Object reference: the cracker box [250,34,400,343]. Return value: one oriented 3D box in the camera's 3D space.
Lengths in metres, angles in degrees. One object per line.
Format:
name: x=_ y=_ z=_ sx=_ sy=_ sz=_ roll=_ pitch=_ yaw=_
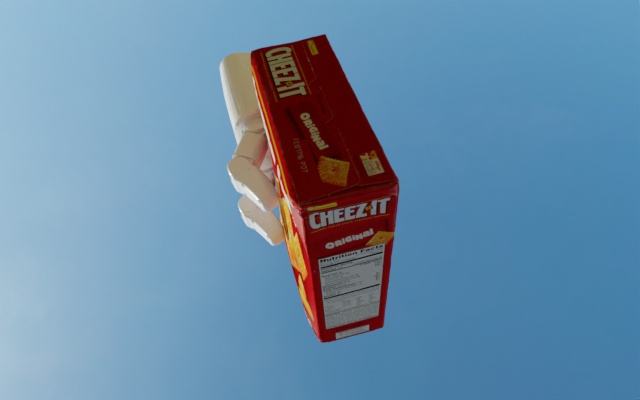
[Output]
cracker box: x=0.000 y=0.001 z=0.407 sx=0.072 sy=0.164 sz=0.214 roll=-15 pitch=-37 yaw=-7
